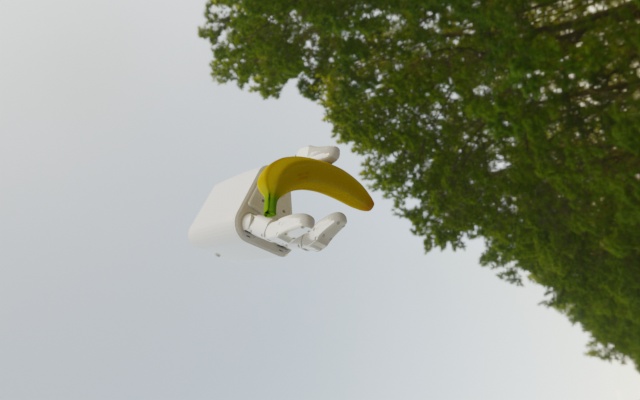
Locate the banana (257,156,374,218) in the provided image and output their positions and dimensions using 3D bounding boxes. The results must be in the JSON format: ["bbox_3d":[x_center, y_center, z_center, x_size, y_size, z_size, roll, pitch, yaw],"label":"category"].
[{"bbox_3d":[-0.007,-0.016,0.536,0.037,0.069,0.198,-21,-11,37],"label":"banana"}]
